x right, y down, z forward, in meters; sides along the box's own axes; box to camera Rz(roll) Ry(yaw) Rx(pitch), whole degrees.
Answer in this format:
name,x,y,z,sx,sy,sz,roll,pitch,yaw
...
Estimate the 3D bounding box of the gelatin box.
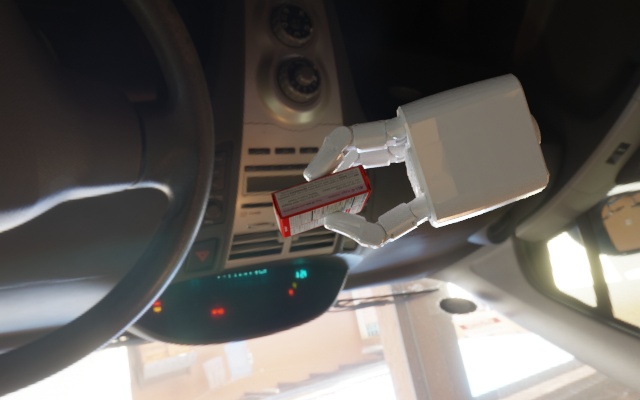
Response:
name,x,y,z,sx,sy,sz,roll,pitch,yaw
gelatin box,0.000,0.002,0.458,0.089,0.030,0.073,-19,-15,-7
